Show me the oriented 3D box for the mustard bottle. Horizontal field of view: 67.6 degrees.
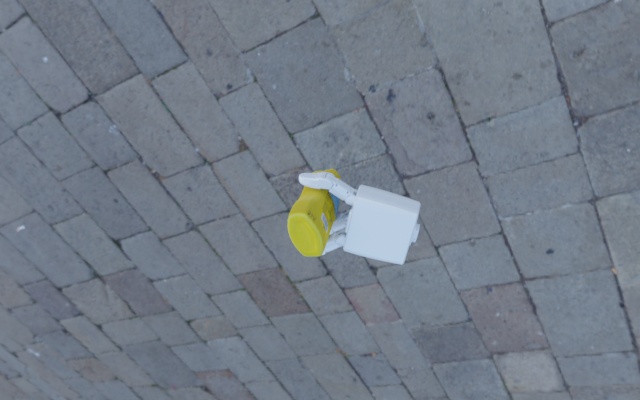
[{"bbox_3d":[0.000,0.003,0.845,0.058,0.096,0.191,-5,35,23],"label":"mustard bottle"}]
